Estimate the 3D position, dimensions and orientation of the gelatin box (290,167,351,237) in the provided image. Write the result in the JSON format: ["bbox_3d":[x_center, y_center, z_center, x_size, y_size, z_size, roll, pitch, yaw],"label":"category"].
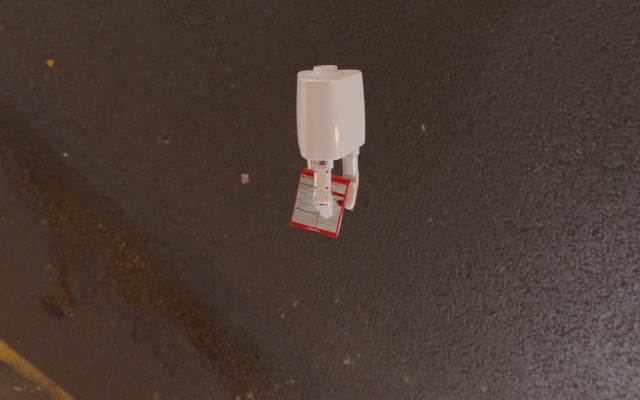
[{"bbox_3d":[0.000,0.003,0.711,0.073,0.089,0.030,14,20,6],"label":"gelatin box"}]
